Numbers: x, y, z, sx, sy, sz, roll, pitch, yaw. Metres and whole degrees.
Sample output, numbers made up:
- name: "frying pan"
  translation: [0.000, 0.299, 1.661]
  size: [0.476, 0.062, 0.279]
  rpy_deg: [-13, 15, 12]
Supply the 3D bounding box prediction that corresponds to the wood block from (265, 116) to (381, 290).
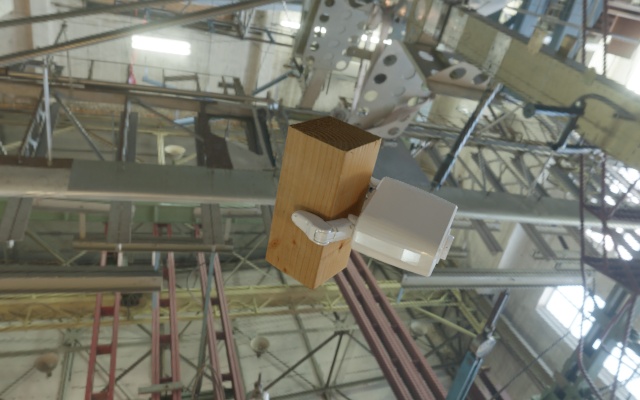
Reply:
- name: "wood block"
  translation: [0.000, 0.002, 0.647]
  size: [0.090, 0.206, 0.091]
  rpy_deg: [28, 31, 27]
